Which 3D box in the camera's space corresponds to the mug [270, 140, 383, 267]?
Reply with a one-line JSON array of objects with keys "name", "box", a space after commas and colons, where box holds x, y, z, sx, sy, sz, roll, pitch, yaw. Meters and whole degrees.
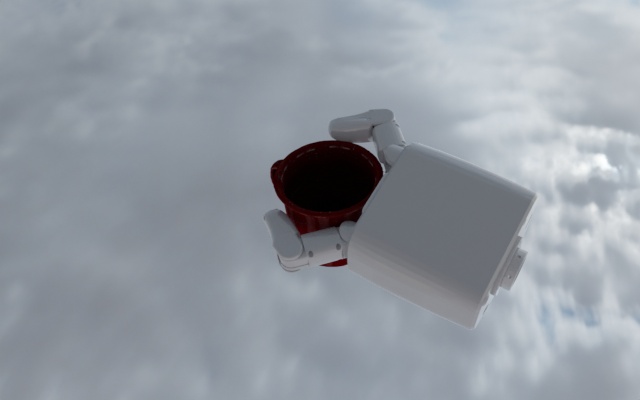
[{"name": "mug", "box": [-0.001, 0.001, 0.437, 0.117, 0.082, 0.093, 26, 55, 27]}]
